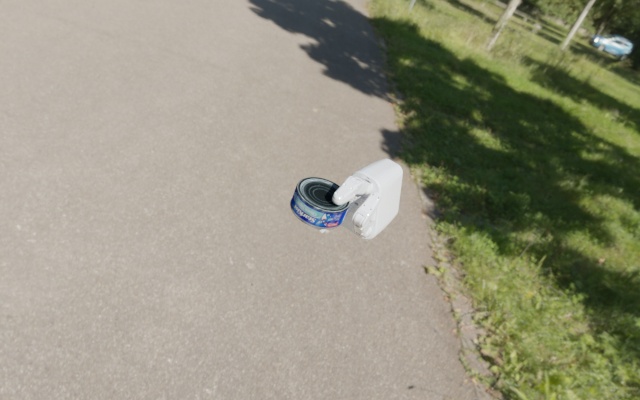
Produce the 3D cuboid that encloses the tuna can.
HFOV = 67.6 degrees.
[{"bbox_3d":[0.000,0.002,0.712,0.086,0.034,0.086,15,35,-11],"label":"tuna can"}]
